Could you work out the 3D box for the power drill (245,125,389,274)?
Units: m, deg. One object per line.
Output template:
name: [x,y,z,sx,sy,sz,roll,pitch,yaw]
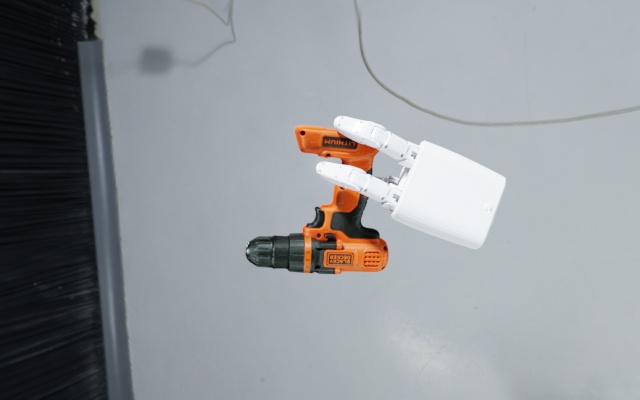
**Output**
power drill: [0.000,0.002,0.603,0.184,0.188,0.057,2,13,-8]
